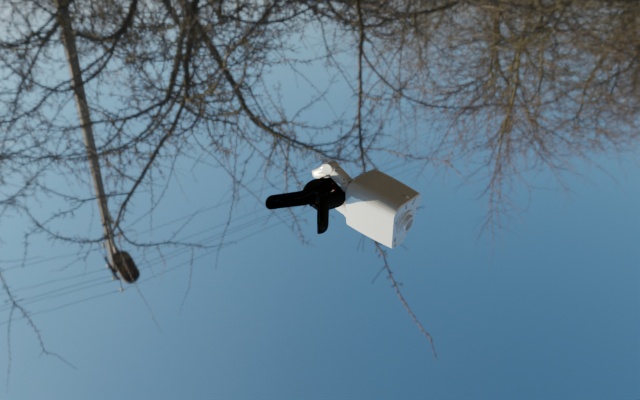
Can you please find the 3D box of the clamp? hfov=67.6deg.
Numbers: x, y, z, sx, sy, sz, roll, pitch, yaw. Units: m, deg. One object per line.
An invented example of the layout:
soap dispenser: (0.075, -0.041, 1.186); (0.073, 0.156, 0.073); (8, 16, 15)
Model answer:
clamp: (0.000, 0.003, 0.846); (0.120, 0.039, 0.171); (36, 41, 25)
